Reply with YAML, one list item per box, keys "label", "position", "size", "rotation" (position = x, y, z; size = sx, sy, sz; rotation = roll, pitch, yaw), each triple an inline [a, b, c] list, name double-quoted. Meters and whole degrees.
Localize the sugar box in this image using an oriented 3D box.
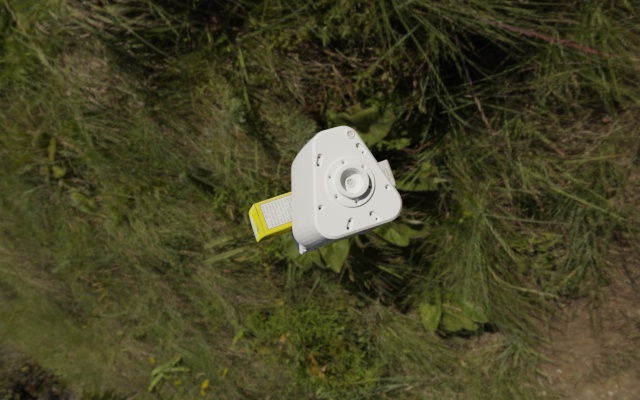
- label: "sugar box"
  position: [0.000, 0.003, 0.607]
  size: [0.176, 0.048, 0.093]
  rotation: [-17, -4, -14]
